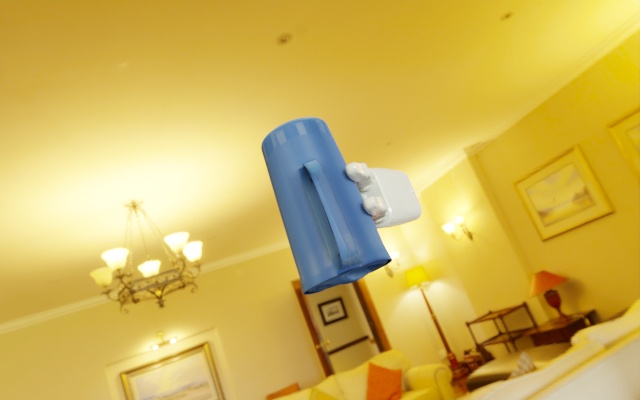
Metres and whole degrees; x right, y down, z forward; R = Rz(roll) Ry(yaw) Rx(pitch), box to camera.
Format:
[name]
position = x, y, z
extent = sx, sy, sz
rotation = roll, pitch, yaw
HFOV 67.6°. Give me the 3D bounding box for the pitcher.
[pitcher]
position = 0.000, 0.002, 0.688
extent = 0.145, 0.242, 0.149
rotation = -4, -23, -48
